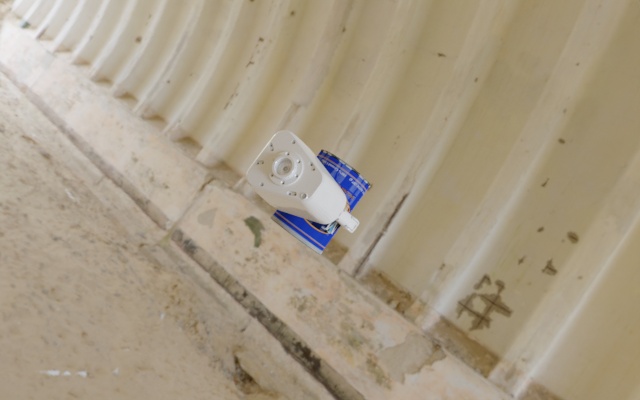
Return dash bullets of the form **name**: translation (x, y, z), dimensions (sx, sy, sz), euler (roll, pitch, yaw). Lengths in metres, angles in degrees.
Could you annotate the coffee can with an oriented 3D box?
- **coffee can**: translation (0.000, 0.003, 0.785), dimensions (0.103, 0.140, 0.103), euler (36, -3, 3)
